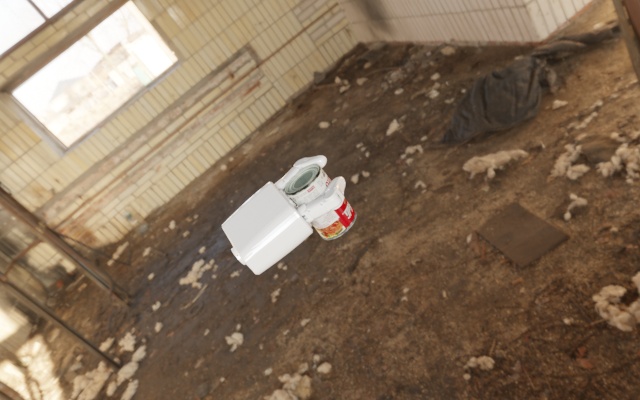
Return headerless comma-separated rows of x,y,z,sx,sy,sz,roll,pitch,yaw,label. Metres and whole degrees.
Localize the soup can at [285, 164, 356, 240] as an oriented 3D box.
0.000,0.002,0.741,0.068,0.102,0.068,-31,26,17,soup can
